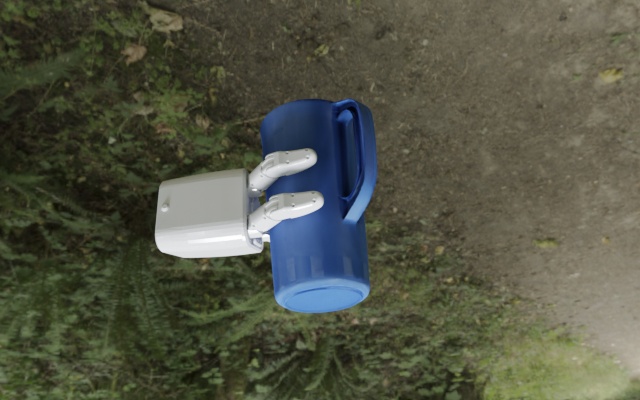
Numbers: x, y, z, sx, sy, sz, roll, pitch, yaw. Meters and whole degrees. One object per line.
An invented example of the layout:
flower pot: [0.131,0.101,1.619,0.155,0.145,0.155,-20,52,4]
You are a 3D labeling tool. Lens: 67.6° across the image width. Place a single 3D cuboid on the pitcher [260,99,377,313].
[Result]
pitcher: [0.000,0.002,0.581,0.145,0.242,0.149,-6,-28,2]
